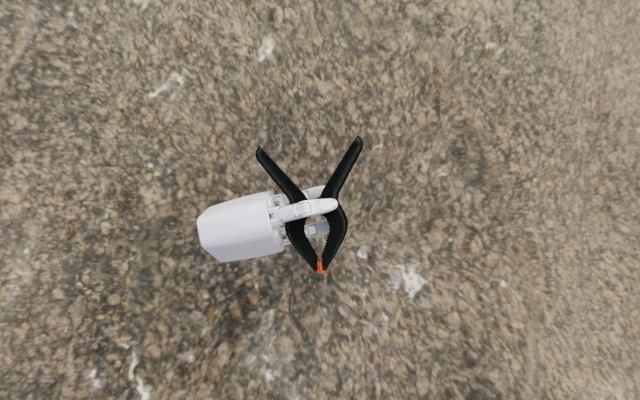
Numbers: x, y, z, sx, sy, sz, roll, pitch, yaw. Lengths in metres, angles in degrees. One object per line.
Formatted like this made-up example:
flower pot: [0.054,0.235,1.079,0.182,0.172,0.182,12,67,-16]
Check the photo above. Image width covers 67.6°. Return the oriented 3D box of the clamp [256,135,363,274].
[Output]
clamp: [0.000,0.003,0.721,0.164,0.210,0.036,-13,-6,4]
